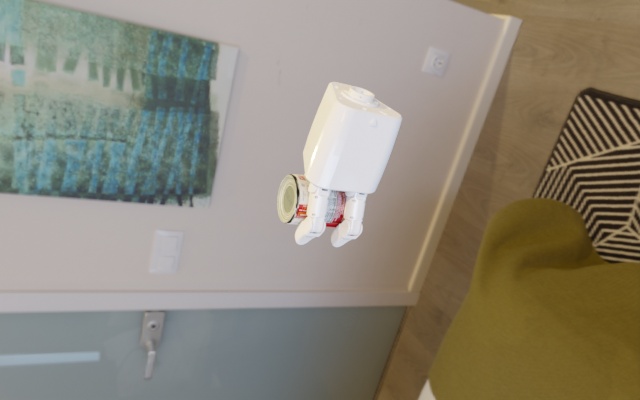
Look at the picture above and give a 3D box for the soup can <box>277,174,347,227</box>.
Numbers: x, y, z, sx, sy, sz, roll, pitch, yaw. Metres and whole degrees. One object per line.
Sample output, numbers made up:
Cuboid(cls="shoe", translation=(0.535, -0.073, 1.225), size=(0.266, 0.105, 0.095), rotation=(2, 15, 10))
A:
Cuboid(cls="soup can", translation=(0.000, 0.002, 0.652), size=(0.102, 0.068, 0.068), rotation=(6, -3, -27))
